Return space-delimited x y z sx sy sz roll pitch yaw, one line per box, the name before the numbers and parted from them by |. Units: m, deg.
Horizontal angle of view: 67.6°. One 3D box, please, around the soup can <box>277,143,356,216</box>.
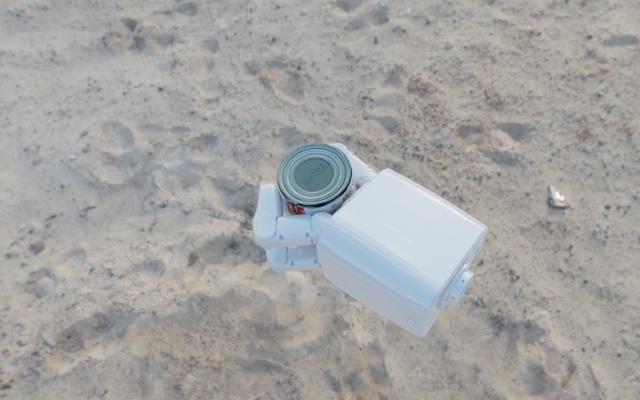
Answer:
soup can | 0.000 0.001 0.454 0.068 0.068 0.102 0 -30 8
